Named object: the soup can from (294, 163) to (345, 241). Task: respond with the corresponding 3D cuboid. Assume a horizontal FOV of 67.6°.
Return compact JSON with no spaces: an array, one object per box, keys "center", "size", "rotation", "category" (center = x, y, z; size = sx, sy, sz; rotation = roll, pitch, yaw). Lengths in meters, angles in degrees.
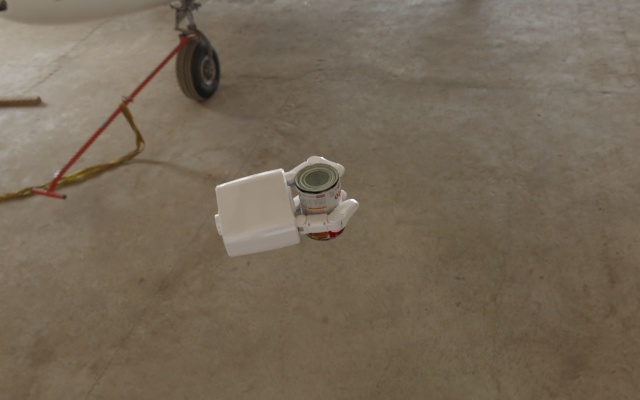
[{"center":[0.001,0.002,0.723],"size":[0.068,0.102,0.068],"rotation":[-5,43,5],"category":"soup can"}]
